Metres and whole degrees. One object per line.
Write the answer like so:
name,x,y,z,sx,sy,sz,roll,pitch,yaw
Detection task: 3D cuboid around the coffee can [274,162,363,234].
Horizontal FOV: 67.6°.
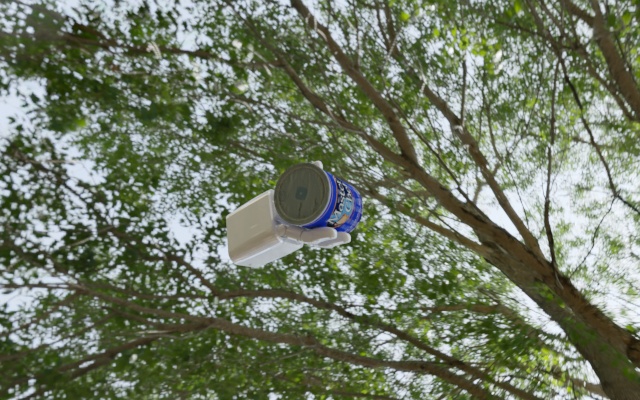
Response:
coffee can,0.000,0.003,0.817,0.103,0.102,0.140,0,-12,28
